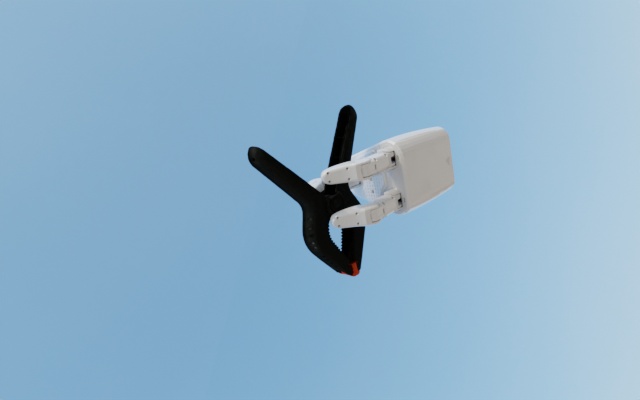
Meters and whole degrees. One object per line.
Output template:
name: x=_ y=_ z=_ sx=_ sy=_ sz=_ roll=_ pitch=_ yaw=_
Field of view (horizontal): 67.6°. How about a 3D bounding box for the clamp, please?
clamp: x=0.000 y=0.002 z=0.580 sx=0.164 sy=0.210 sz=0.036 roll=-22 pitch=16 yaw=-36
